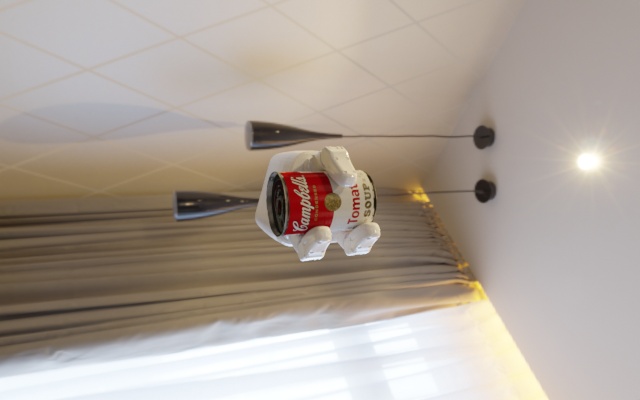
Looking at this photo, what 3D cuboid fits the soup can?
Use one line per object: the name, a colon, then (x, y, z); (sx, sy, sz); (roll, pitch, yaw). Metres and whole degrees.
soup can: (0.001, 0.002, 0.512); (0.102, 0.068, 0.068); (-3, 1, -22)
